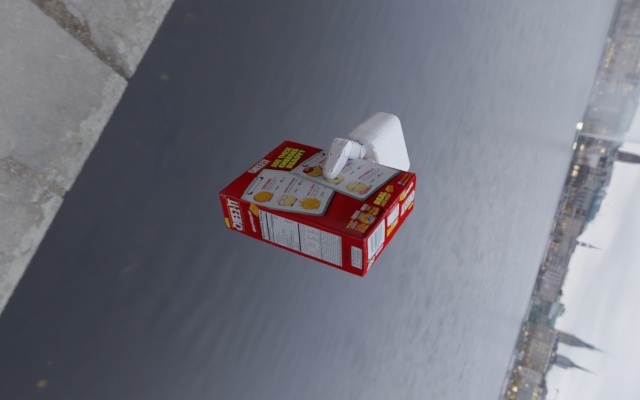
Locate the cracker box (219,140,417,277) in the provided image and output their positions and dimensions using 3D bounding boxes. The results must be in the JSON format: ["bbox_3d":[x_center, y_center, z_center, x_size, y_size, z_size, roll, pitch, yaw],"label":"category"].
[{"bbox_3d":[0.000,0.002,0.649,0.213,0.072,0.164,16,39,25],"label":"cracker box"}]
